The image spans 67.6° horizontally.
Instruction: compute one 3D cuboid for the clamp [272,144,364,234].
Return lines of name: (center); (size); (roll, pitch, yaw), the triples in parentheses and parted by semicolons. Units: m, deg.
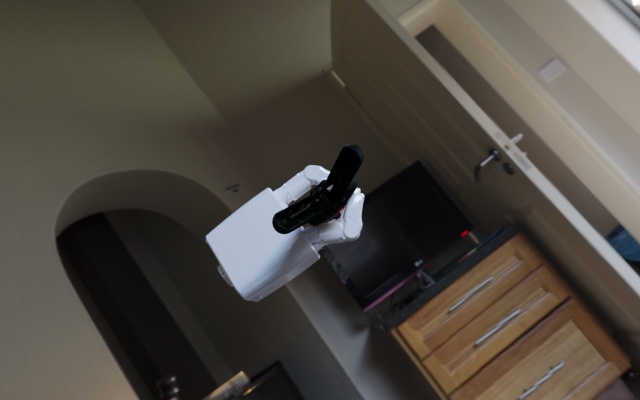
clamp: (0.000, 0.001, 0.554); (0.120, 0.039, 0.171); (-37, -13, -5)
